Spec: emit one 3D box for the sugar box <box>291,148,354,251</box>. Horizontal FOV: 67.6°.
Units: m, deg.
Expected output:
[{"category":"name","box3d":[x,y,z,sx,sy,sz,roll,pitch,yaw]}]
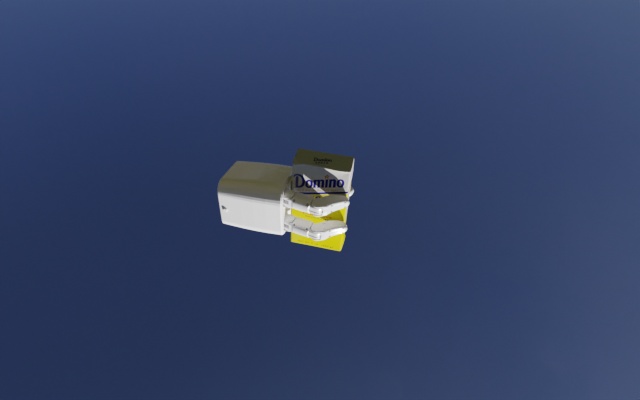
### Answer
[{"category":"sugar box","box3d":[0.000,0.003,0.788,0.093,0.176,0.048,10,44,7]}]
